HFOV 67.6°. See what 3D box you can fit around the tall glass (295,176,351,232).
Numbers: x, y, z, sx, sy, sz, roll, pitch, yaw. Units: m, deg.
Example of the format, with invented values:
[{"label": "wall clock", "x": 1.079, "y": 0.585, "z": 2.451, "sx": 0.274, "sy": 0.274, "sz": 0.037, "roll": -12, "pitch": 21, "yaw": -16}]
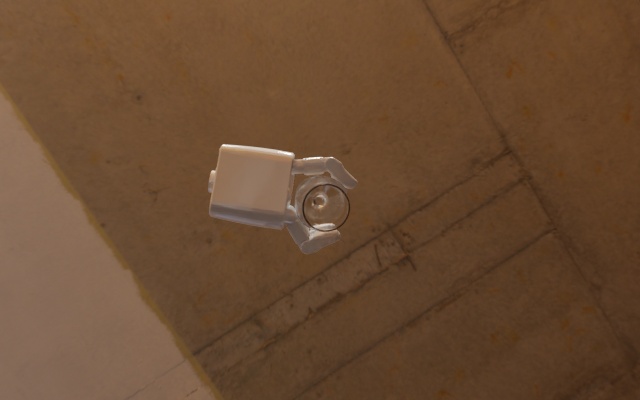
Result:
[{"label": "tall glass", "x": 0.000, "y": 0.002, "z": 0.707, "sx": 0.079, "sy": 0.079, "sz": 0.201, "roll": 0, "pitch": 4, "yaw": -4}]
